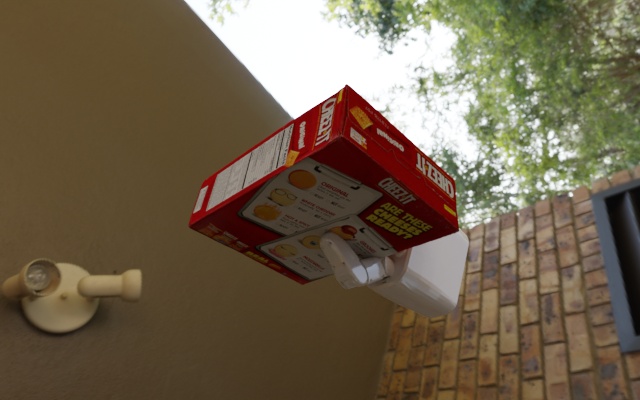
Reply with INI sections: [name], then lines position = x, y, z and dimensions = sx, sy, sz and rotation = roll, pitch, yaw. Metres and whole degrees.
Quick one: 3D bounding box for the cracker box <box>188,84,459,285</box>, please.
[cracker box]
position = 0.000, 0.002, 0.477
dimensions = 0.214, 0.072, 0.164
rotation = -27, -47, 38
